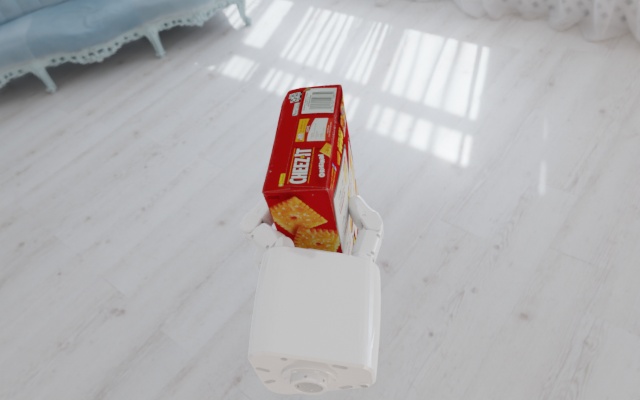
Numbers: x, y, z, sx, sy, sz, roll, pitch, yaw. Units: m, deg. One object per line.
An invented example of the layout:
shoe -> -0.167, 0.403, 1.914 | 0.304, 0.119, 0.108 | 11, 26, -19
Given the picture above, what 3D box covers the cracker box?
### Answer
cracker box -> 0.000, 0.002, 0.556 | 0.072, 0.164, 0.214 | -2, -42, 10
